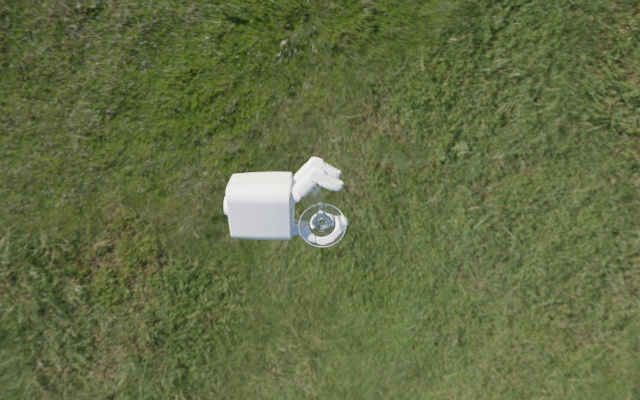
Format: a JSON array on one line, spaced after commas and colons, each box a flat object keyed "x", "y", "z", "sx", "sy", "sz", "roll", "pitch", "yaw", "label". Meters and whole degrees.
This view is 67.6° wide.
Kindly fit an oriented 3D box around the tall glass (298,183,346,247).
[{"x": 0.000, "y": 0.003, "z": 0.825, "sx": 0.079, "sy": 0.079, "sz": 0.201, "roll": 0, "pitch": 21, "yaw": -1, "label": "tall glass"}]
